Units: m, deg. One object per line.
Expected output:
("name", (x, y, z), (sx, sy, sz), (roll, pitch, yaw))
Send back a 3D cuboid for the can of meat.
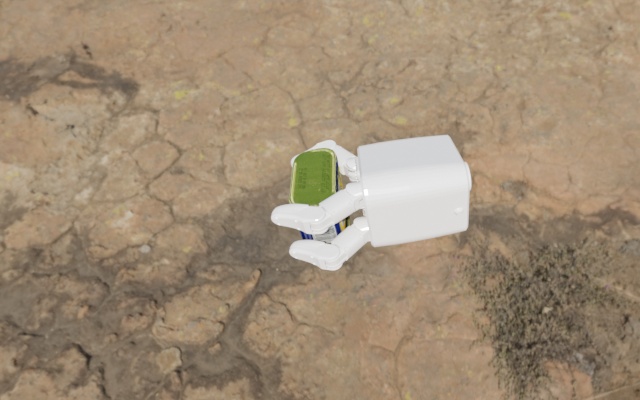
("can of meat", (0.000, 0.002, 0.554), (0.057, 0.102, 0.084), (-7, -45, 8))
